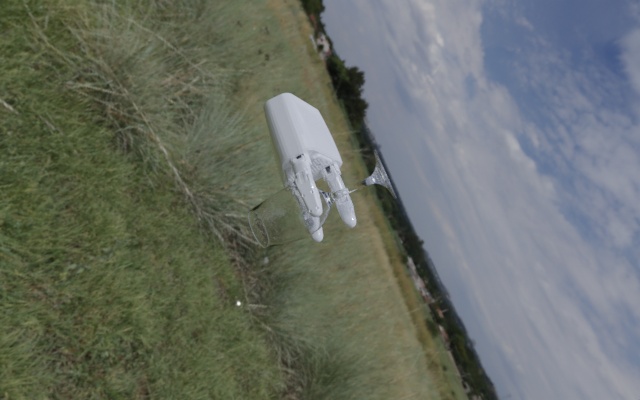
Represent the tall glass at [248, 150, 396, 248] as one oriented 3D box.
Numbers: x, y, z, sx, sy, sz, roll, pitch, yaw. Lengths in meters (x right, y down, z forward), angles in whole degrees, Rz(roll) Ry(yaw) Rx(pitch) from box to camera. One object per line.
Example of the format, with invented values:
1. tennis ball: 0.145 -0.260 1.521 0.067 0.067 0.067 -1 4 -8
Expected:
1. tall glass: 0.001 0.002 0.677 0.201 0.079 0.079 -24 -4 8
